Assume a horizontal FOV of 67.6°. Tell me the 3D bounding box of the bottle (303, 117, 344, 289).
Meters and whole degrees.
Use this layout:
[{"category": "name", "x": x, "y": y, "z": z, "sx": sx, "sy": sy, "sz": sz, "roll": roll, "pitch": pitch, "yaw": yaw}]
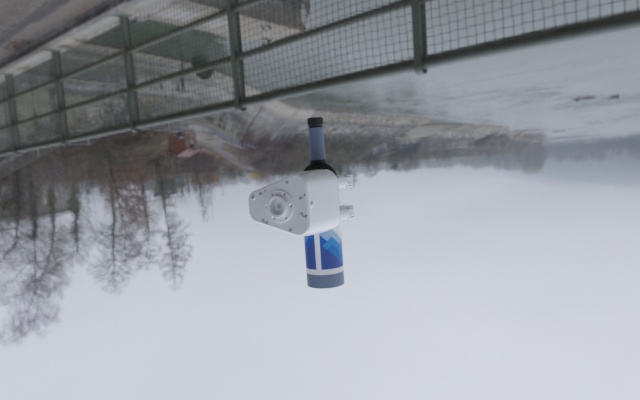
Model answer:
[{"category": "bottle", "x": 0.000, "y": 0.003, "z": 0.842, "sx": 0.069, "sy": 0.296, "sz": 0.069, "roll": -4, "pitch": 4, "yaw": 0}]
